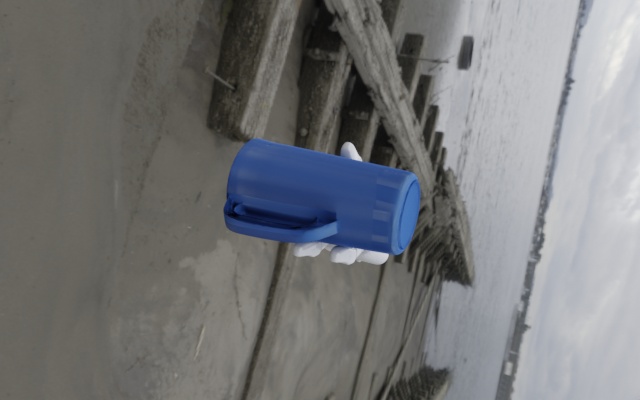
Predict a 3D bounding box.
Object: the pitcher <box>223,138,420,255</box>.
[{"bbox_3d":[0.000,0.002,0.642,0.243,0.149,0.145,11,-13,23],"label":"pitcher"}]
